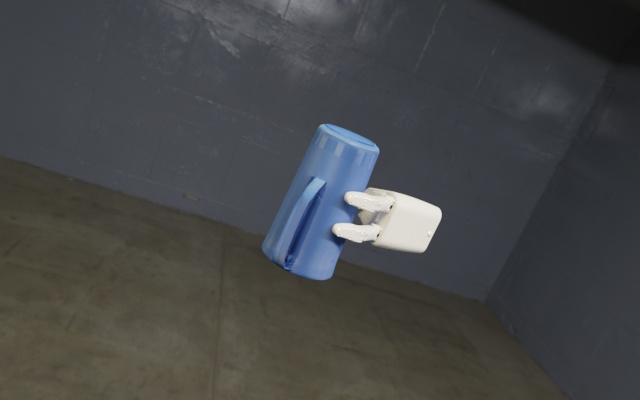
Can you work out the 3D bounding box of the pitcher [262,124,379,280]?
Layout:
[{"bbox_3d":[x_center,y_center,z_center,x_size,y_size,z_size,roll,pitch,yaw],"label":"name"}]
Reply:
[{"bbox_3d":[0.000,0.003,0.794,0.145,0.243,0.149,15,16,-26],"label":"pitcher"}]
